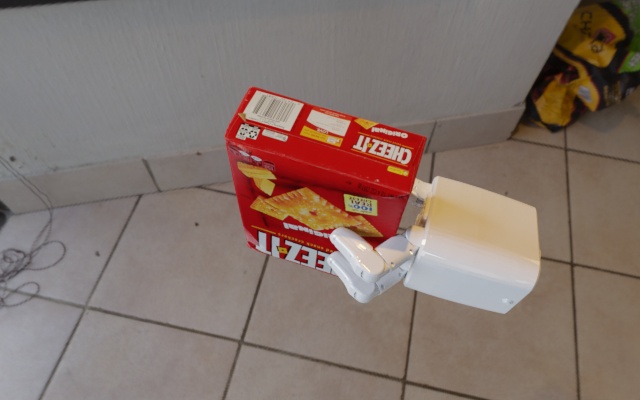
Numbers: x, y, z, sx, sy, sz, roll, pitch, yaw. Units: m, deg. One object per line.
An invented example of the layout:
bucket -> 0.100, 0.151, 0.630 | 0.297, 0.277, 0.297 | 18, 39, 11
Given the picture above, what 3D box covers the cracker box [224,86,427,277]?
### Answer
cracker box -> 0.000, 0.001, 0.485 | 0.164, 0.072, 0.214 | 17, -30, 8
